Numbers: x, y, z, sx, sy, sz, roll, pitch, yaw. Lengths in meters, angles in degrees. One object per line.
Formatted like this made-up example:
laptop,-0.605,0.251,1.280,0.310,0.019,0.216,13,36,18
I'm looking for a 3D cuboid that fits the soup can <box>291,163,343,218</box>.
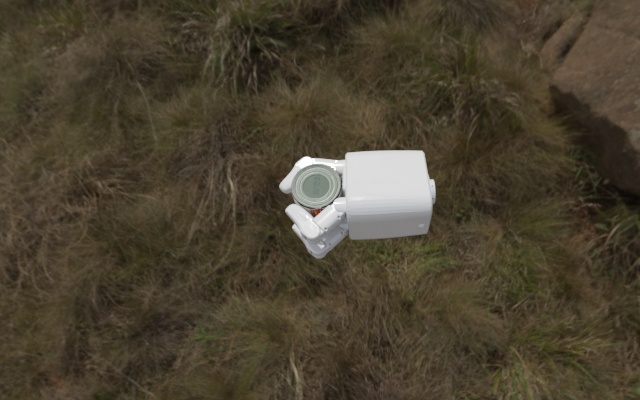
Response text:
soup can,0.000,0.002,0.656,0.068,0.068,0.102,0,-26,7
